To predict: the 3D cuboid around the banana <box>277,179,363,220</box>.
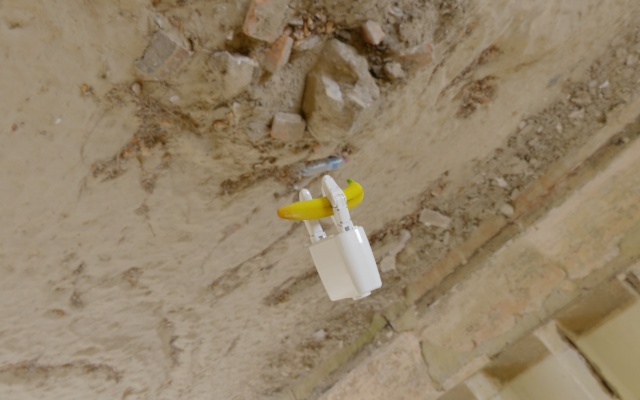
[{"bbox_3d":[0.016,0.004,0.835,0.069,0.037,0.197,8,21,43],"label":"banana"}]
